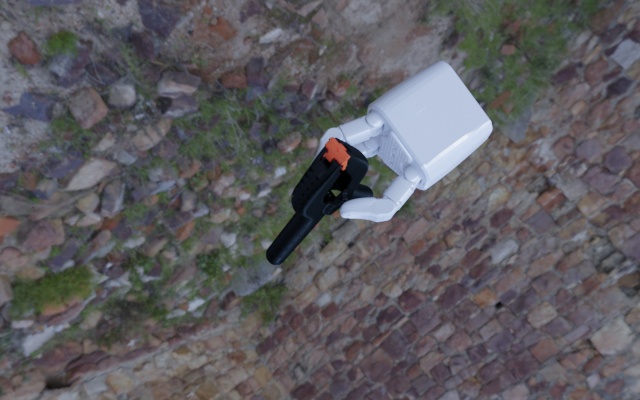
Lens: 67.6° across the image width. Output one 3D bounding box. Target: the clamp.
[{"bbox_3d":[0.001,0.002,0.532,0.164,0.036,0.210,-37,-16,-12],"label":"clamp"}]
